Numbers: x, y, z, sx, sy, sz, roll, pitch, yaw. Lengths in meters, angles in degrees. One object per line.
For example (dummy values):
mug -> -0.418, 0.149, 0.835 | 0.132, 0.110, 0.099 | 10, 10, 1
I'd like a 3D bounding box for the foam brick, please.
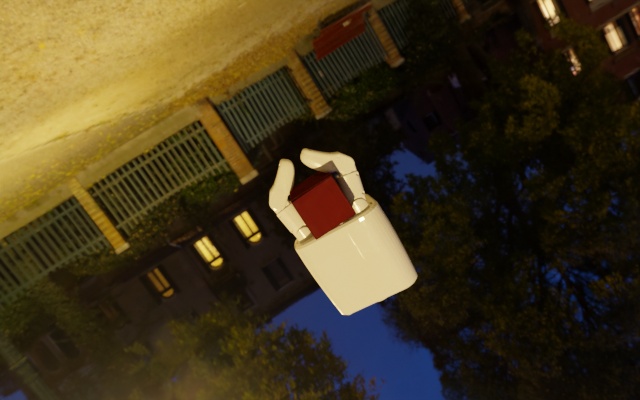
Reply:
foam brick -> 0.000, 0.002, 0.535 | 0.053, 0.051, 0.078 | -32, 11, 1
